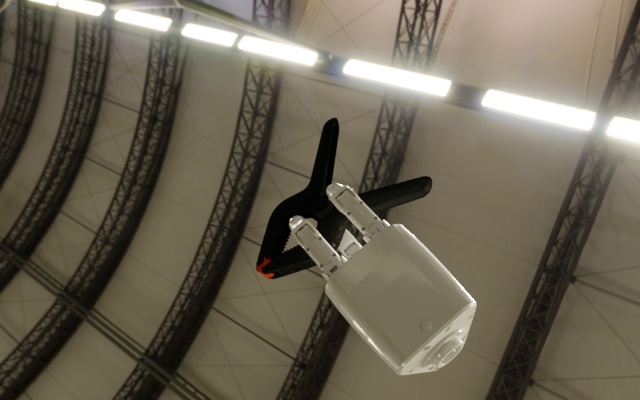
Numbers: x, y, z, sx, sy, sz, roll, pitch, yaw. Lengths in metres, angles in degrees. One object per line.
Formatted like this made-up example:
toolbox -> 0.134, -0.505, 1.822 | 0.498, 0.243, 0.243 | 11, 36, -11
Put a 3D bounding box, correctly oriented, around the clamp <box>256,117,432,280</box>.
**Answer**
clamp -> 0.000, 0.003, 0.556 | 0.164, 0.210, 0.036 | 47, -4, 35
